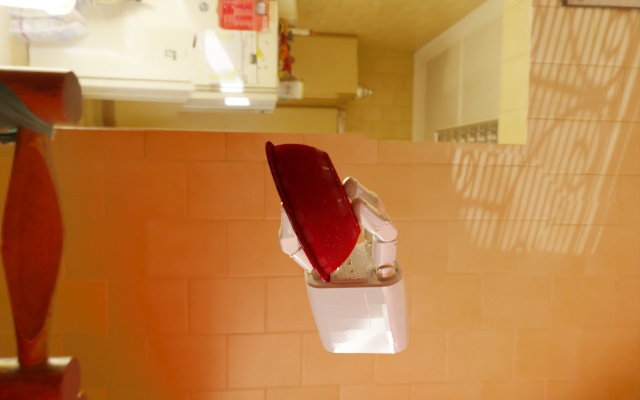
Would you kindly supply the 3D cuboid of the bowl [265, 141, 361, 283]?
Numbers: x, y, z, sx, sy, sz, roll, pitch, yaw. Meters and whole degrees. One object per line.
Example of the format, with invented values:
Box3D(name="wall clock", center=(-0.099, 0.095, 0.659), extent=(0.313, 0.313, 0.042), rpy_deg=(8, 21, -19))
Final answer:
Box3D(name="bowl", center=(0.000, 0.001, 0.502), extent=(0.055, 0.162, 0.162), rpy_deg=(-24, -2, 5))
